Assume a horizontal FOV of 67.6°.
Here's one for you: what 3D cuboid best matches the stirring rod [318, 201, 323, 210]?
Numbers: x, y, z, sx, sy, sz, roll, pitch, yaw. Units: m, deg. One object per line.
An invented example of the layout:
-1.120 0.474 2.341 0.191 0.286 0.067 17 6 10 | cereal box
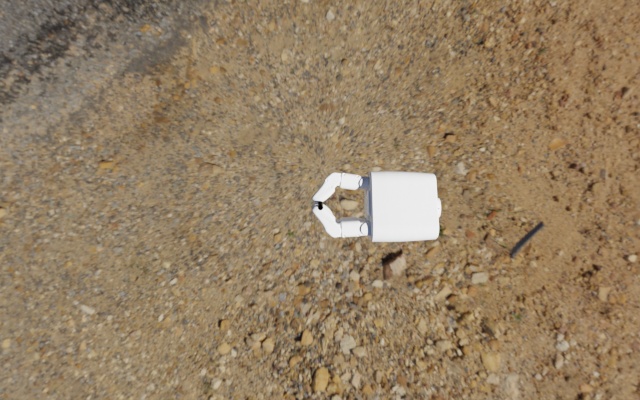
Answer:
0.000 0.003 0.799 0.011 0.011 0.239 0 4 0 | stirring rod
